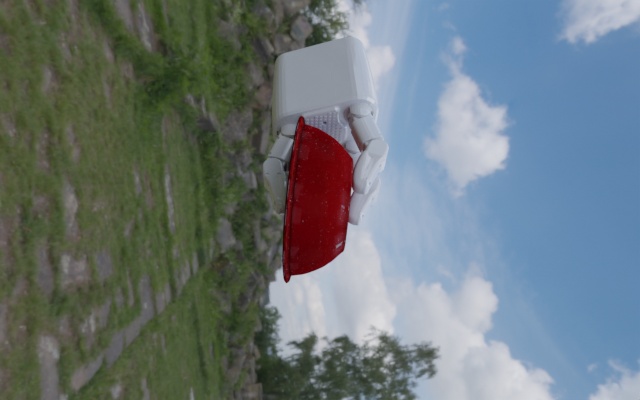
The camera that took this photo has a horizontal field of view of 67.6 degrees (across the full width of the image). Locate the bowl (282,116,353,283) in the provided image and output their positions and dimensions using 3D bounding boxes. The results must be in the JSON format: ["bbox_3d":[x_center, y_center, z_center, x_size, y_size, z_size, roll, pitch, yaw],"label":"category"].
[{"bbox_3d":[0.000,0.003,0.464,0.055,0.162,0.162,6,0,1],"label":"bowl"}]
